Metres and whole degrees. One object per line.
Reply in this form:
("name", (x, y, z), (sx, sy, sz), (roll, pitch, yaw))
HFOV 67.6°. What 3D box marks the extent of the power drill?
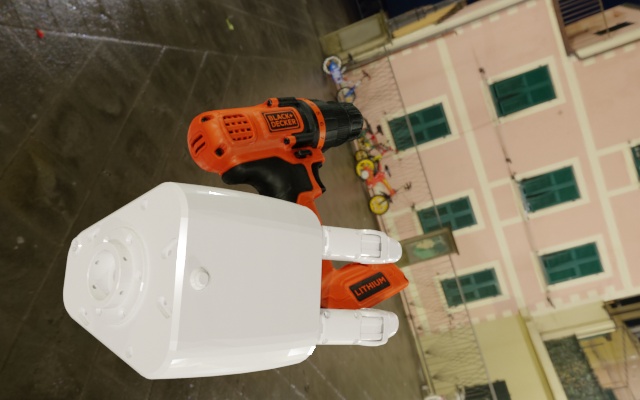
("power drill", (0.000, 0.002, 0.400), (0.184, 0.187, 0.057), (-17, -12, -43))
